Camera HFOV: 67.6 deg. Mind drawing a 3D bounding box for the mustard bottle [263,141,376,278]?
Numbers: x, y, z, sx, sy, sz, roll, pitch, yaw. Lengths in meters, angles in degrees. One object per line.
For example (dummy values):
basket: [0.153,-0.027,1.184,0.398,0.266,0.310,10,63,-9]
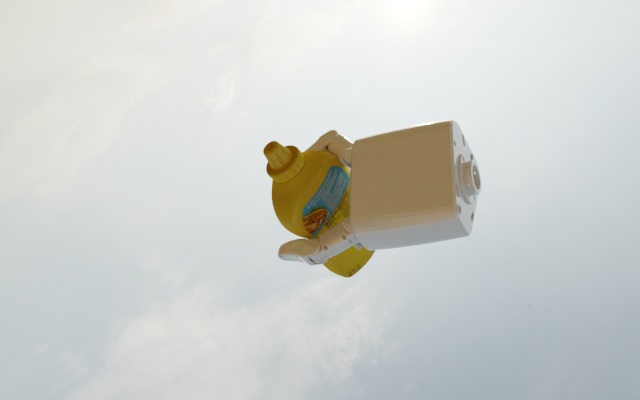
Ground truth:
mustard bottle: [0.000,0.002,0.530,0.058,0.096,0.192,17,-23,45]
